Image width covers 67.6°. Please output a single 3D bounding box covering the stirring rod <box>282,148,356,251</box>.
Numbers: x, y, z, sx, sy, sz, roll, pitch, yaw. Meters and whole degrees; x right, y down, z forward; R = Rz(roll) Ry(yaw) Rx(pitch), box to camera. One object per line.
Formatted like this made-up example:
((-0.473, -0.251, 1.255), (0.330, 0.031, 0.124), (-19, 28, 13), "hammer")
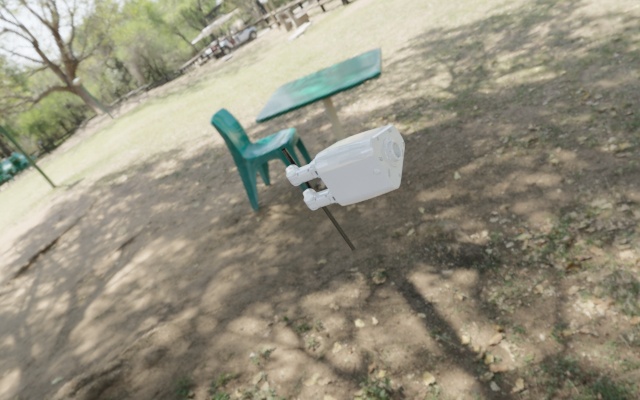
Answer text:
((0.000, 0.003, 0.864), (0.011, 0.240, 0.011), (-29, 24, 14), "stirring rod")
